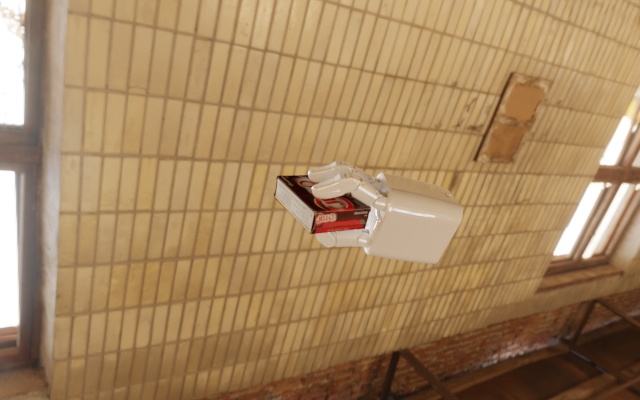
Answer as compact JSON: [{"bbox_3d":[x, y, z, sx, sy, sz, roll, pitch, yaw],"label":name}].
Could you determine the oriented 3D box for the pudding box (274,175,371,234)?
[{"bbox_3d":[0.000,0.002,0.655,0.090,0.039,0.113,-2,26,-34],"label":"pudding box"}]
